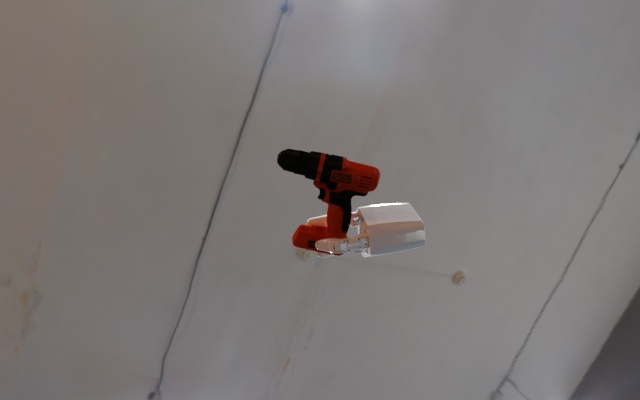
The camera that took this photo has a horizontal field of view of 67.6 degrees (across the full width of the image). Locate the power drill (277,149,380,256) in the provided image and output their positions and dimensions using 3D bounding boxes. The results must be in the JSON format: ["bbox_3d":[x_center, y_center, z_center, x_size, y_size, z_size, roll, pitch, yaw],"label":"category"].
[{"bbox_3d":[0.000,0.003,0.875,0.184,0.188,0.057,13,29,0],"label":"power drill"}]
